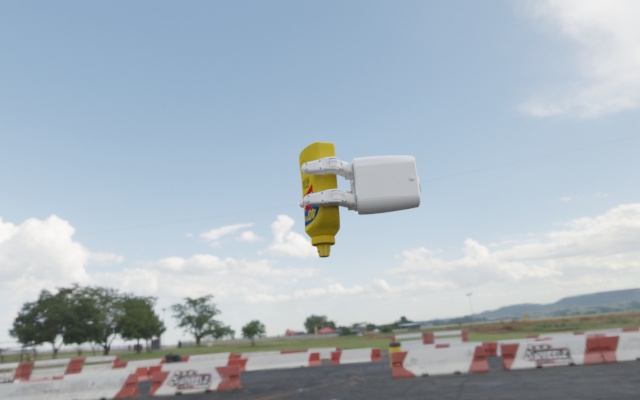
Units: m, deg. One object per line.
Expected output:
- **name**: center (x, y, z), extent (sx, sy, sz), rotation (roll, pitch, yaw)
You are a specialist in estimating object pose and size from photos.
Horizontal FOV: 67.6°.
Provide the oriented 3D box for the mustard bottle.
- **mustard bottle**: center (0.000, 0.002, 0.823), extent (0.058, 0.191, 0.096), rotation (2, -17, -22)
